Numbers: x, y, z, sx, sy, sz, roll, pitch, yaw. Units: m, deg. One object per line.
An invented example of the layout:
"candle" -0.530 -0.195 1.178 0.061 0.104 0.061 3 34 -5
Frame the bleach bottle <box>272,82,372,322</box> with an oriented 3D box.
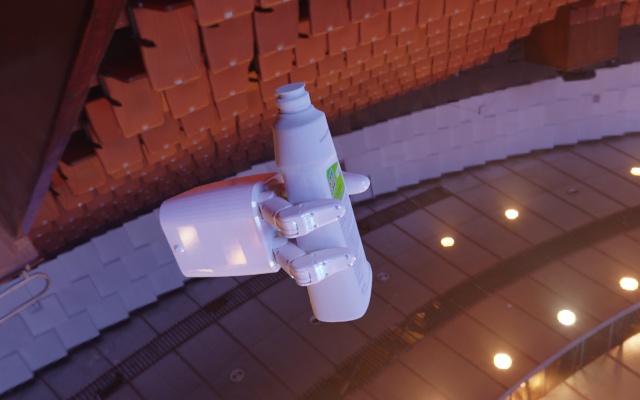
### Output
"bleach bottle" 0.000 0.002 0.497 0.068 0.251 0.102 -7 28 12
